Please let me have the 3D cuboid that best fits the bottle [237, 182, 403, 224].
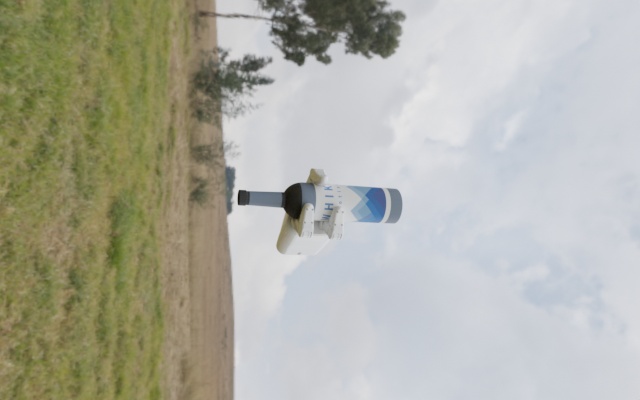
[{"bbox_3d":[0.000,0.003,0.857,0.296,0.069,0.069,3,-1,-18],"label":"bottle"}]
